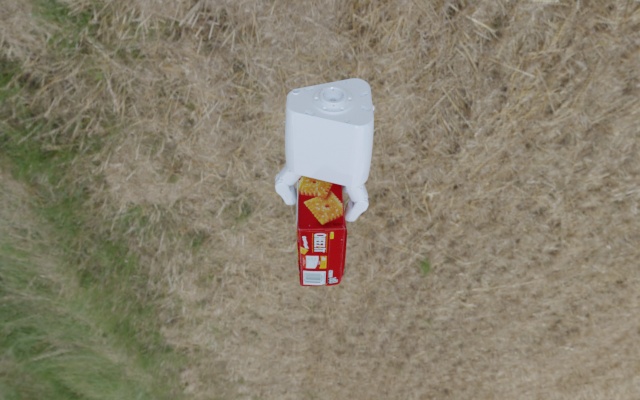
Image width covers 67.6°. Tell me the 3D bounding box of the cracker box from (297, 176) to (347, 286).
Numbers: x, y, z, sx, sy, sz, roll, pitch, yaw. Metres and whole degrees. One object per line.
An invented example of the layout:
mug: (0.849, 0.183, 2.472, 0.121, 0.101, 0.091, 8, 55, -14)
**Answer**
cracker box: (0.000, 0.003, 0.746, 0.072, 0.213, 0.164, 0, -38, -1)
